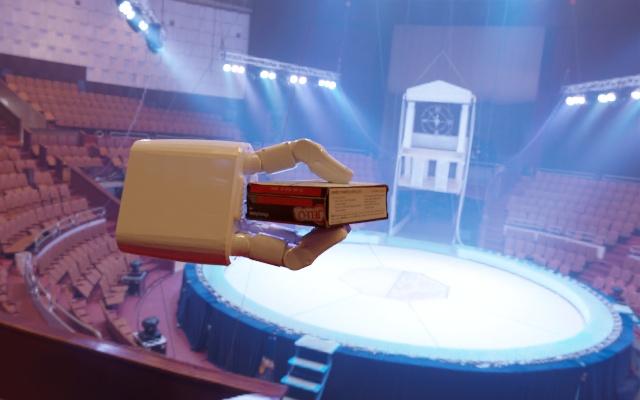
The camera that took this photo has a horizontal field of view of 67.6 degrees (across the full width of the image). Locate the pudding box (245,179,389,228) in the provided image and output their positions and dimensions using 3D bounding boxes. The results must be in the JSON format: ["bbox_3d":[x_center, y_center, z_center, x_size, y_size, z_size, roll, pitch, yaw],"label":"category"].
[{"bbox_3d":[0.000,0.001,0.446,0.090,0.039,0.113,5,7,34],"label":"pudding box"}]
